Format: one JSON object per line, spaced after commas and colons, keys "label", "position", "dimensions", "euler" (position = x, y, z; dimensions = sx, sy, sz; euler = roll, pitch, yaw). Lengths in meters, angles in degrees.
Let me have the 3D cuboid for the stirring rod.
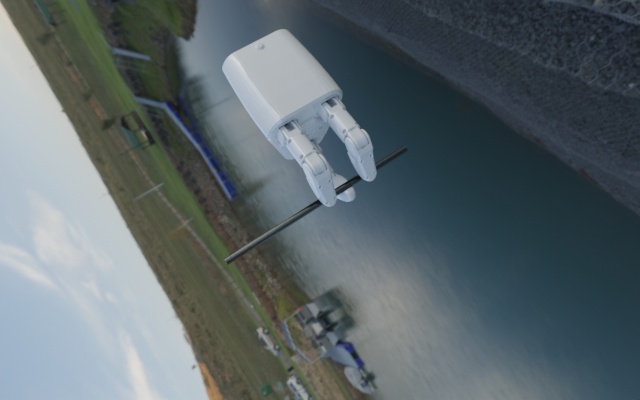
{"label": "stirring rod", "position": [0.000, 0.002, 0.525], "dimensions": [0.239, 0.011, 0.011], "euler": [-32, 9, -14]}
